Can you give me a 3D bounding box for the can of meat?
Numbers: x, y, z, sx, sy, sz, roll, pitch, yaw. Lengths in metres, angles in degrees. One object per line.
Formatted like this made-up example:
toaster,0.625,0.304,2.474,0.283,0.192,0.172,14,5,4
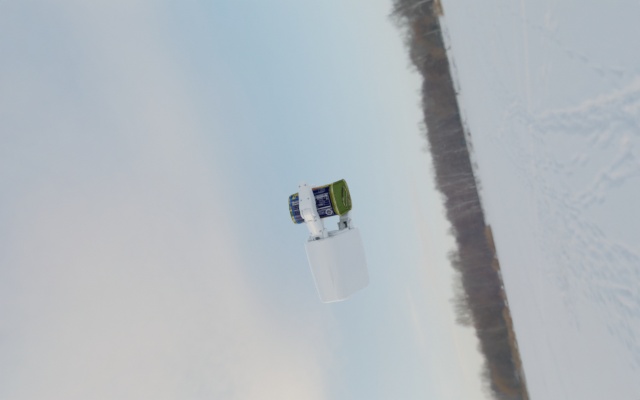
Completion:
can of meat,0.000,0.003,0.826,0.084,0.057,0.102,-14,4,18
